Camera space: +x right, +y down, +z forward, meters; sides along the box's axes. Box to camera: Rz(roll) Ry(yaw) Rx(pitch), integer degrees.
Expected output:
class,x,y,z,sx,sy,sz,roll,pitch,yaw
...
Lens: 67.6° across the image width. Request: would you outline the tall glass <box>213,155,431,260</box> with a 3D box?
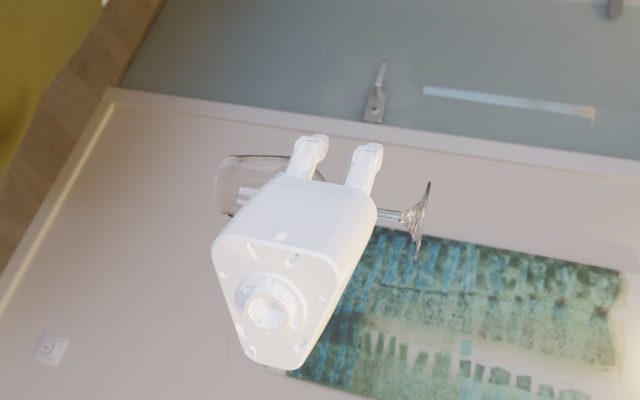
class,x,y,z,sx,sy,sz,roll,pitch,yaw
tall glass,0.001,0.002,0.463,0.201,0.079,0.079,10,2,13
